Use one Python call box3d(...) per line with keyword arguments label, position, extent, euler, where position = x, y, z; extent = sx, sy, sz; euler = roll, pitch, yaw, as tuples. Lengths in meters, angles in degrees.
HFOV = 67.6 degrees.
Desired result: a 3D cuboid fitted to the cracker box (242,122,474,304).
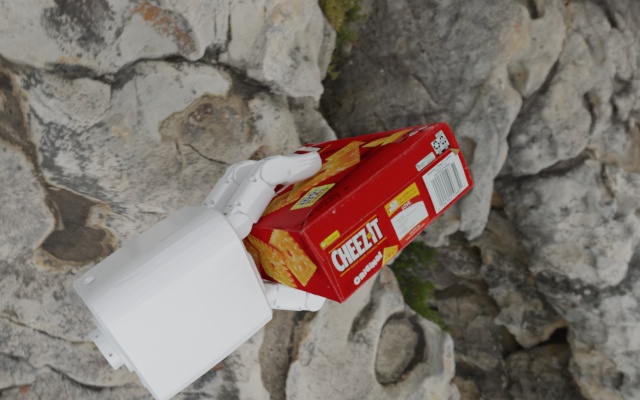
box3d(label="cracker box", position=(0.000, 0.002, 0.438), extent=(0.164, 0.072, 0.213), euler=(-37, 20, -28))
